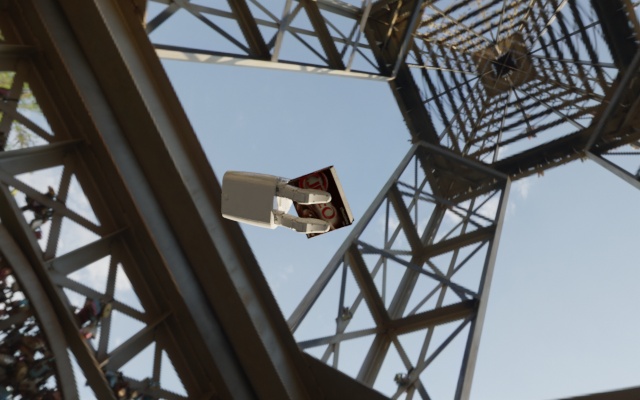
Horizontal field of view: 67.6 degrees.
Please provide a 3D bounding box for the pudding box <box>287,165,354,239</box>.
[{"bbox_3d":[0.000,0.003,0.868,0.090,0.113,0.039,-19,10,20],"label":"pudding box"}]
